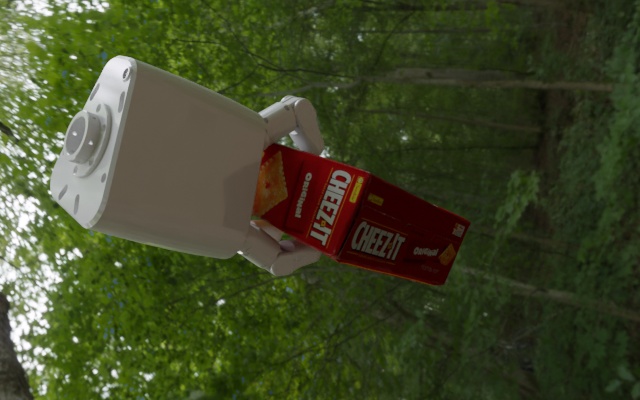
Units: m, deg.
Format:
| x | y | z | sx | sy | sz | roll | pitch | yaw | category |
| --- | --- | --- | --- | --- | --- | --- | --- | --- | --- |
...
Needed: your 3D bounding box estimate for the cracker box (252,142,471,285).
| x | y | z | sx | sy | sz | roll | pitch | yaw | category |
| --- | --- | --- | --- | --- | --- | --- | --- | --- | --- |
| 0.000 | 0.001 | 0.439 | 0.213 | 0.072 | 0.164 | 23 | 2 | 43 | cracker box |
